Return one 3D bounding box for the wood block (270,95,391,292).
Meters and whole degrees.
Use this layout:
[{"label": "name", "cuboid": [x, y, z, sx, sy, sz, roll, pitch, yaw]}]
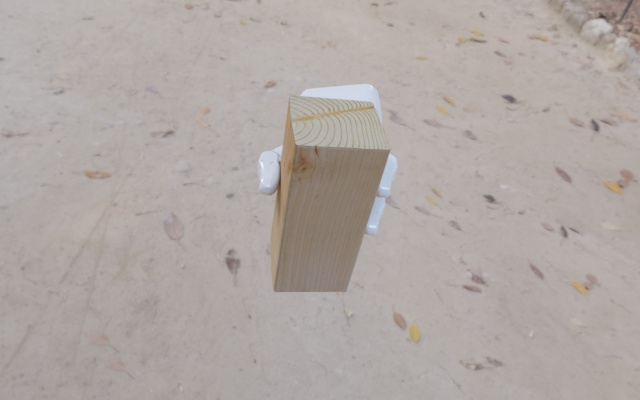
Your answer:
[{"label": "wood block", "cuboid": [0.000, 0.001, 0.521, 0.091, 0.206, 0.090, 2, 41, -11]}]
